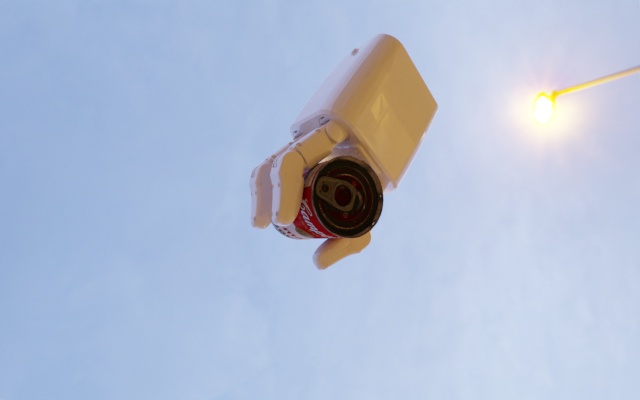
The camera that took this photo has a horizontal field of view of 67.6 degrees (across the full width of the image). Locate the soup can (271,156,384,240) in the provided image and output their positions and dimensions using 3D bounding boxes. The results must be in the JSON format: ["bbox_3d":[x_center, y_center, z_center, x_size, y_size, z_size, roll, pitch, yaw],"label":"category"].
[{"bbox_3d":[0.000,0.002,0.432,0.068,0.068,0.102,0,-5,-28],"label":"soup can"}]
